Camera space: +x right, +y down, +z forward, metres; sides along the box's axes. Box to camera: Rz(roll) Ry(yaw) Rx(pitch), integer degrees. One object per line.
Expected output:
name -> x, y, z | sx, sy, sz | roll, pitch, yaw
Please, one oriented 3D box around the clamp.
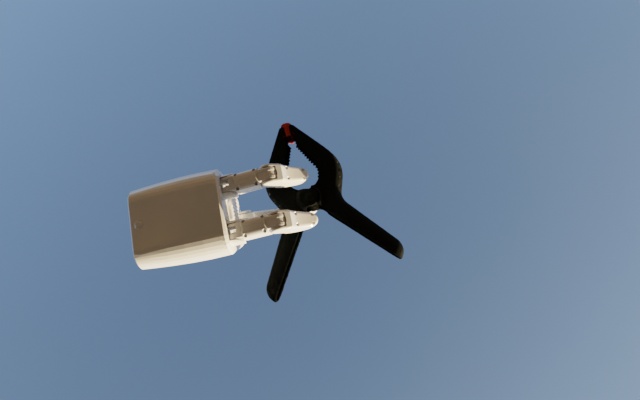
clamp -> 0.000, 0.002, 0.574 | 0.164, 0.210, 0.036 | -12, -15, 1
